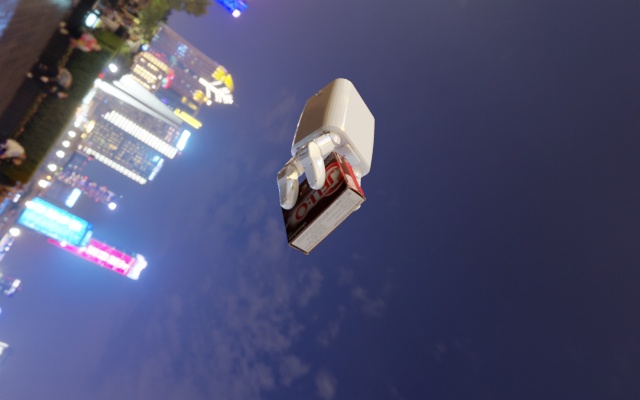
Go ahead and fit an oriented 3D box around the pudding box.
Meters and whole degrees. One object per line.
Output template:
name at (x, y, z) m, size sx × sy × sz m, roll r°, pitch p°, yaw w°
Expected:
pudding box at (0.000, 0.002, 0.626) m, size 0.039 × 0.113 × 0.090 m, roll 32°, pitch 22°, yaw -28°
